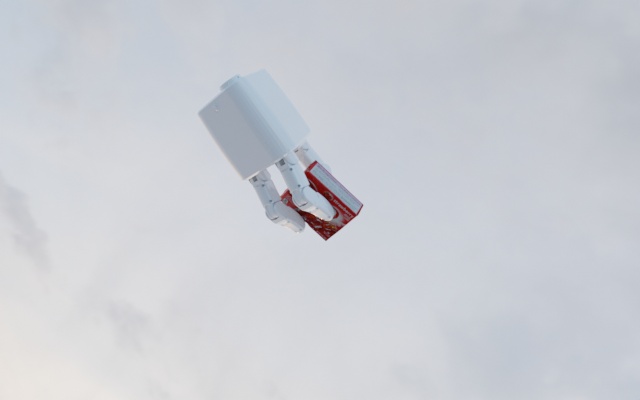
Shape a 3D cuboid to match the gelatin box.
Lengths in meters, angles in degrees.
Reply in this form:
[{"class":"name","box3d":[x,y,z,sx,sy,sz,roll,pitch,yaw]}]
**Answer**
[{"class":"gelatin box","box3d":[0.001,0.002,0.632,0.073,0.089,0.030,-43,7,42]}]
